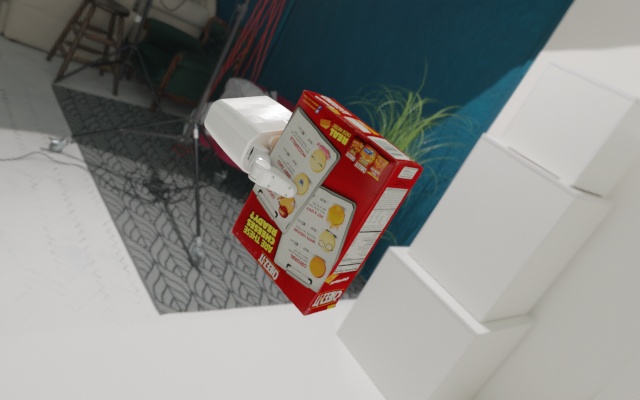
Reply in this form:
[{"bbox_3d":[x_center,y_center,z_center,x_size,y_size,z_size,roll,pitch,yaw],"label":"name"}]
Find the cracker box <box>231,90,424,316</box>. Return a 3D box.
[{"bbox_3d":[0.000,0.002,0.580,0.072,0.214,0.164,3,33,-50],"label":"cracker box"}]
